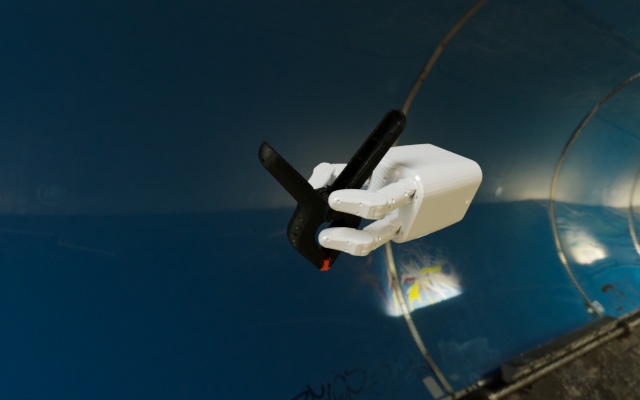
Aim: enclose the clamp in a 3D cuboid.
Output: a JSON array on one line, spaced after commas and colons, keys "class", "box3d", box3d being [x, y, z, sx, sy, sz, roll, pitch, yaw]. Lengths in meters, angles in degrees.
[{"class": "clamp", "box3d": [0.000, 0.002, 0.521, 0.164, 0.210, 0.036, -12, 45, -30]}]
